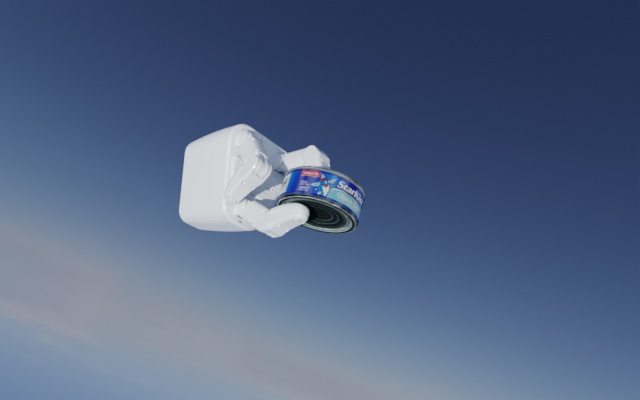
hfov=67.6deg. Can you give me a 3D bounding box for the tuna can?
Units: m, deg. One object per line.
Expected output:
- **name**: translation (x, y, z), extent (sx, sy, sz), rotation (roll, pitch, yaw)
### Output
- **tuna can**: translation (0.000, 0.002, 0.483), extent (0.086, 0.033, 0.086), rotation (14, -24, 6)
